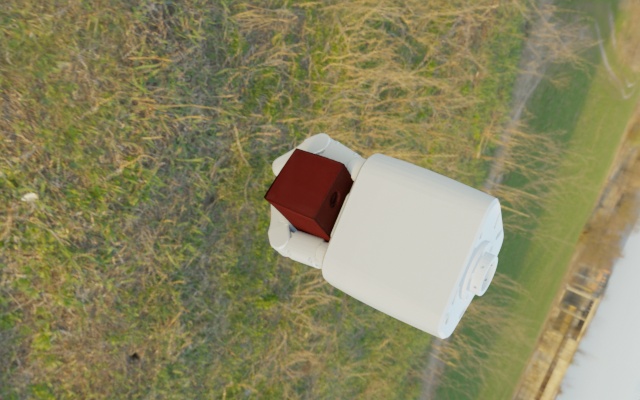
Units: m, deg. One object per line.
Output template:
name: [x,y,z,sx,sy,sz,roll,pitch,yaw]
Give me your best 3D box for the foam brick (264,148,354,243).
foam brick: [0.000,0.001,0.409,0.051,0.053,0.078,22,-16,32]
